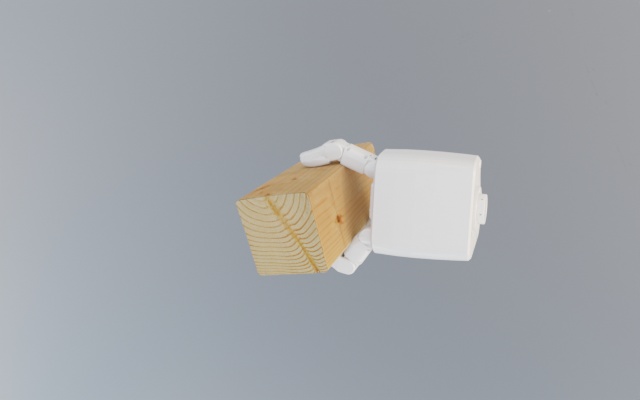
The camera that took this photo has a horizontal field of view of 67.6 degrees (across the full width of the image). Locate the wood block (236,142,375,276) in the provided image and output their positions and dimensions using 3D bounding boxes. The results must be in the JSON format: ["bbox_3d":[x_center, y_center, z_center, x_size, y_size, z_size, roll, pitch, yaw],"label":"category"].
[{"bbox_3d":[0.000,0.002,0.583,0.090,0.091,0.206,-7,17,27],"label":"wood block"}]
